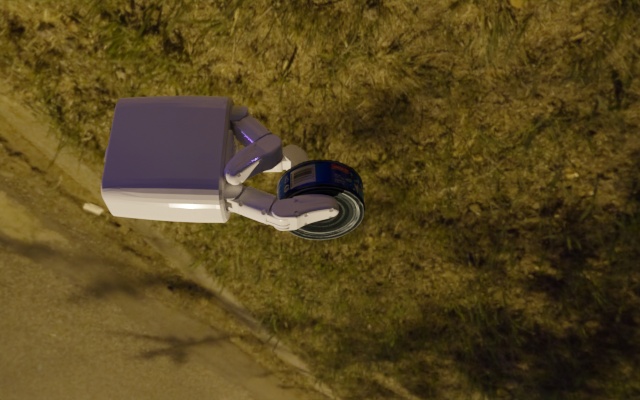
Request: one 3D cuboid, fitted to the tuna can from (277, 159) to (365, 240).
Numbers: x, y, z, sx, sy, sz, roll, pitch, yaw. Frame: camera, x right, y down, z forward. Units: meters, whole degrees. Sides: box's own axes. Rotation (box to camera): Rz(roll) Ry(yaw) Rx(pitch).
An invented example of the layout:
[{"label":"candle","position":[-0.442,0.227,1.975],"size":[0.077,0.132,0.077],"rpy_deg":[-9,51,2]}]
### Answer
[{"label":"tuna can","position":[0.000,0.002,0.464],"size":[0.086,0.033,0.086],"rpy_deg":[-2,-40,-2]}]
